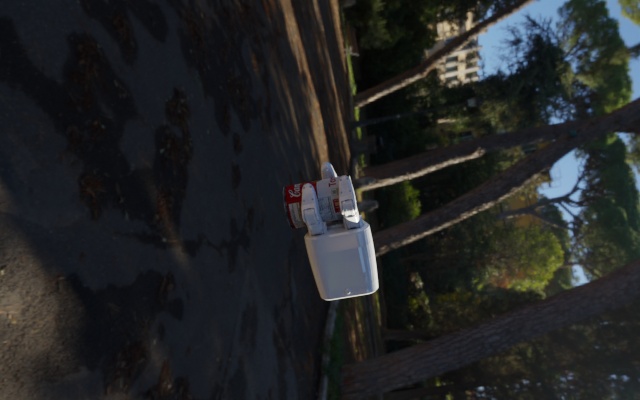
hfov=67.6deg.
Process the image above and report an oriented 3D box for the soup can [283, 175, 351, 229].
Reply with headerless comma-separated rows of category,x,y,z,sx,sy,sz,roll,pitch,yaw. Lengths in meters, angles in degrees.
soup can,0.000,0.002,0.731,0.102,0.068,0.068,-10,-1,7
